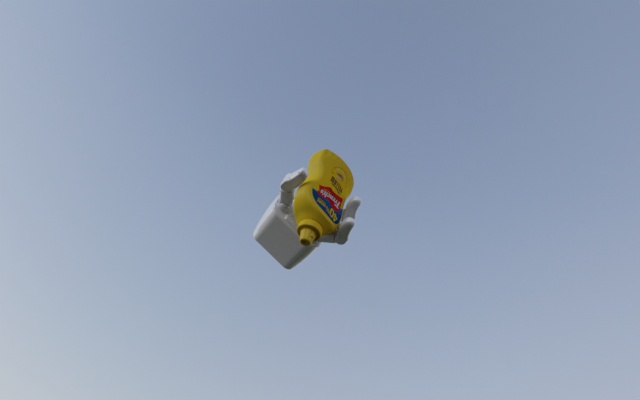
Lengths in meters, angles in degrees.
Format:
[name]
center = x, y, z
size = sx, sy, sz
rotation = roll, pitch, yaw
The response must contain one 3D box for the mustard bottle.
[mustard bottle]
center = 0.000, 0.002, 0.820
size = 0.058, 0.096, 0.191
rotation = -19, 33, 35
